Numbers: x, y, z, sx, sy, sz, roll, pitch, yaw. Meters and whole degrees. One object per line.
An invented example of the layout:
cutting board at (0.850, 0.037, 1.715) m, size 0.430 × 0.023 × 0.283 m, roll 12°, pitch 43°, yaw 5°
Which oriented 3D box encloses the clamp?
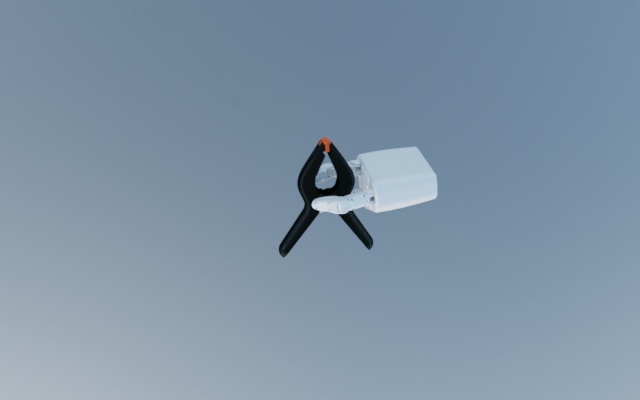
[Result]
clamp at (0.000, 0.002, 0.791) m, size 0.164 × 0.210 × 0.036 m, roll -11°, pitch 23°, yaw -7°
